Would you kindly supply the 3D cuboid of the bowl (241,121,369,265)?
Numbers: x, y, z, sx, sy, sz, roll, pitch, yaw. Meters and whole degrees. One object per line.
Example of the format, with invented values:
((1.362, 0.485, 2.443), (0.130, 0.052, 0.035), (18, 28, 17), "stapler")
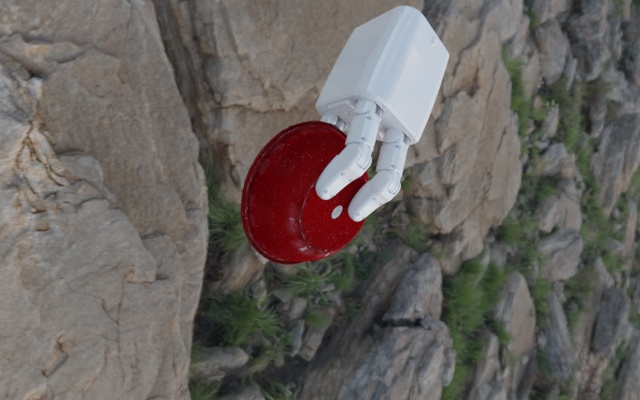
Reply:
((0.000, 0.003, 0.498), (0.162, 0.162, 0.055), (0, 18, -40), "bowl")
